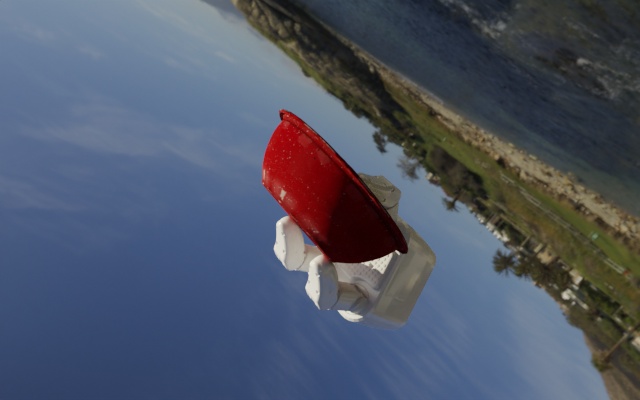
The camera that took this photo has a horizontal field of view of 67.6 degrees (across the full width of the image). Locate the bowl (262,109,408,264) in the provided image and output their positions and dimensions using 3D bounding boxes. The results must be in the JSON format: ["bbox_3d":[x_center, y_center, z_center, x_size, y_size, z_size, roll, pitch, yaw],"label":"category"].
[{"bbox_3d":[-0.001,0.001,0.408,0.055,0.162,0.162,-41,4,-4],"label":"bowl"}]
